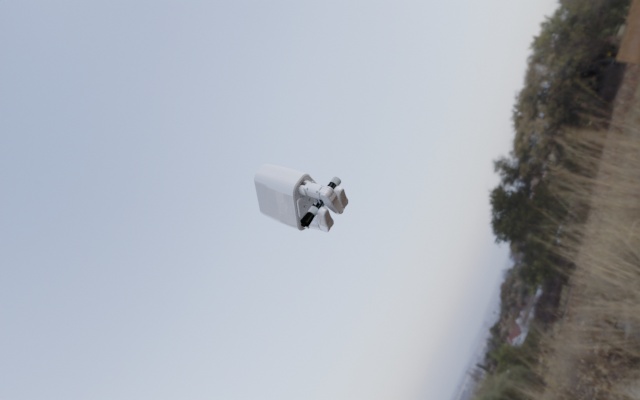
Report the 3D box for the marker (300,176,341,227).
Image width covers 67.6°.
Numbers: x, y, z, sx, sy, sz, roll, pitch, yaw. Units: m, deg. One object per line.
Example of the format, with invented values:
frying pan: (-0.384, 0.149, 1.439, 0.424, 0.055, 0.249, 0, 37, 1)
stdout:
marker: (0.000, 0.003, 0.881, 0.020, 0.121, 0.020, 27, -30, 17)
